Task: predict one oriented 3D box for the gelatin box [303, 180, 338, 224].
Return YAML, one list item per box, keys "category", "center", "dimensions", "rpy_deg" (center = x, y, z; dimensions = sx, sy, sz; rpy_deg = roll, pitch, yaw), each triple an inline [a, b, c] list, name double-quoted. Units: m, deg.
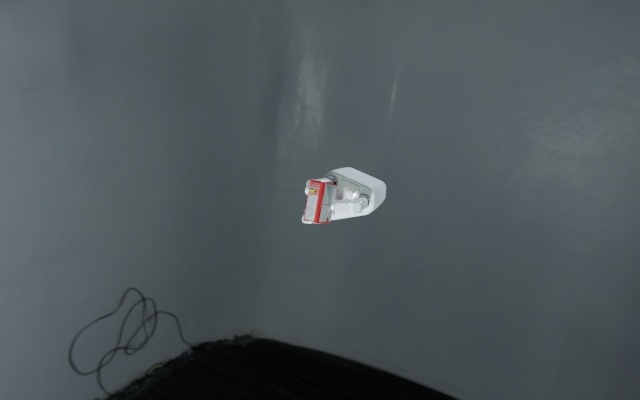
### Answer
- category: "gelatin box"
  center: [0.000, 0.003, 0.858]
  dimensions: [0.030, 0.073, 0.089]
  rpy_deg: [11, 2, 17]
